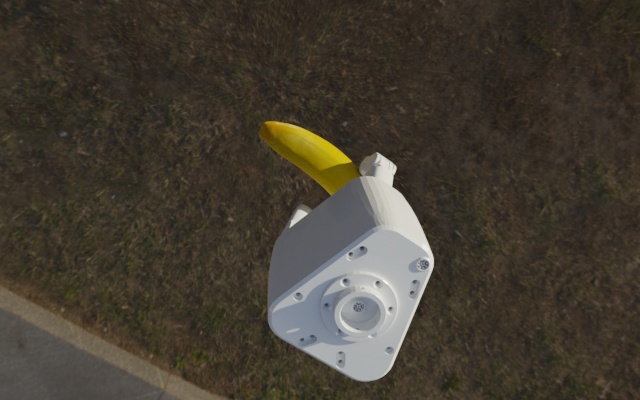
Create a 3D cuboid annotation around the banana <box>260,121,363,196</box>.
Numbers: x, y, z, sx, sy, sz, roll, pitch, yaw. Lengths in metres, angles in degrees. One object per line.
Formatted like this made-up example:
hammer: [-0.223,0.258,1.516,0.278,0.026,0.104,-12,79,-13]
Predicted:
banana: [0.018,-0.004,0.474,0.069,0.198,0.037,-28,17,13]
